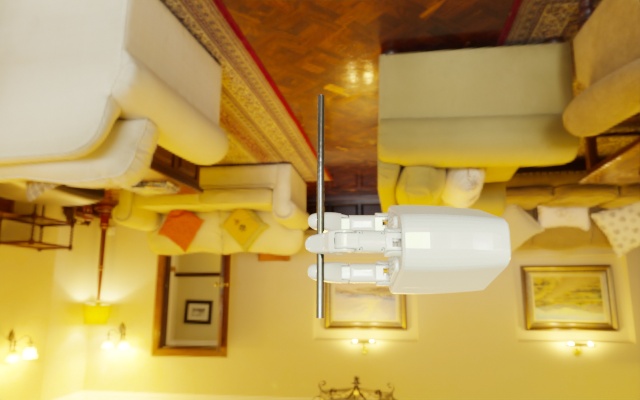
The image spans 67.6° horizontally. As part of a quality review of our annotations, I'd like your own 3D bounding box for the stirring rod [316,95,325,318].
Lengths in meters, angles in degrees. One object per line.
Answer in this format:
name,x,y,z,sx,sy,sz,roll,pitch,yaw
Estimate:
stirring rod,0.000,0.002,0.509,0.011,0.239,0.011,0,-11,0
